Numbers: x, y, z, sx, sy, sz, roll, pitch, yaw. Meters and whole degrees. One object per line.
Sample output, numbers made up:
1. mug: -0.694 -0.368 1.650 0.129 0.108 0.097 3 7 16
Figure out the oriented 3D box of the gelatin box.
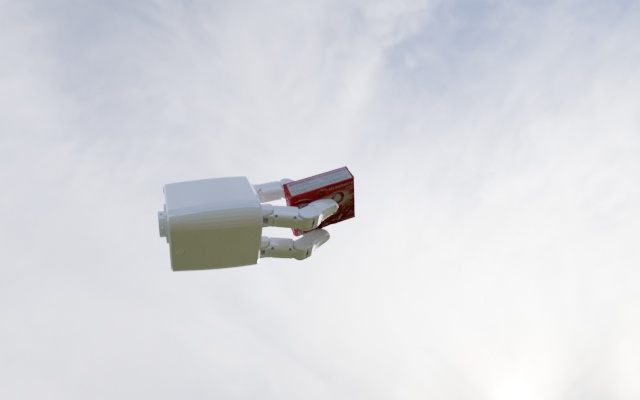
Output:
1. gelatin box: 0.000 0.002 0.619 0.089 0.073 0.030 -18 45 -12
